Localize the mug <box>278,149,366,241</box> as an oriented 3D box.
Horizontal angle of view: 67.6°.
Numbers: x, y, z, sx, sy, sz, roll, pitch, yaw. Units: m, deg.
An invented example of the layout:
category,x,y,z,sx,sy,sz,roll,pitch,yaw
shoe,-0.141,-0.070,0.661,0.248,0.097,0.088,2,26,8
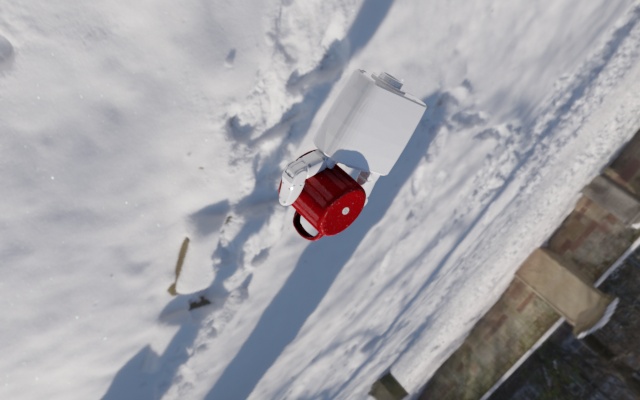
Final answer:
category,x,y,z,sx,sy,sz,roll,pitch,yaw
mug,0.000,0.003,0.634,0.093,0.117,0.081,-1,37,-51
